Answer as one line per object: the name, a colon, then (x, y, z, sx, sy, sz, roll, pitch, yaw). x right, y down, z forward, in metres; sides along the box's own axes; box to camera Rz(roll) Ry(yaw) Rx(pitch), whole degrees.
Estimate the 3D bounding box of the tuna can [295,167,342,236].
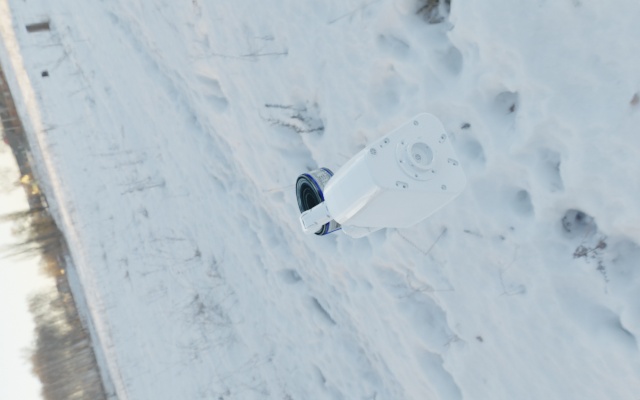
tuna can: (0.000, 0.002, 0.623, 0.034, 0.086, 0.086, -19, 7, -23)
